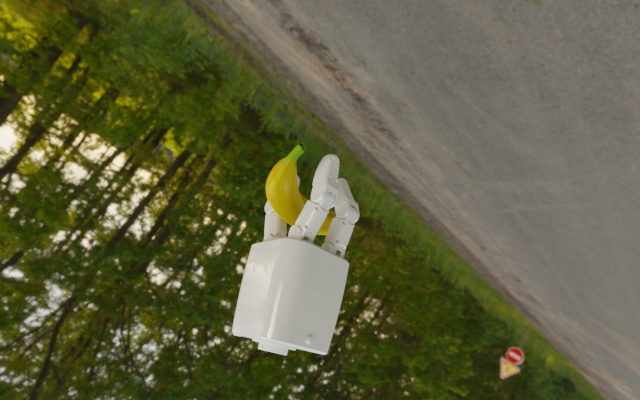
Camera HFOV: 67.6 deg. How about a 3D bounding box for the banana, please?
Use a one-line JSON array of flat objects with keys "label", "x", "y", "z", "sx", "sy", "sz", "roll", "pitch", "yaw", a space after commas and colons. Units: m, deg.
[{"label": "banana", "x": -0.019, "y": 0.005, "z": 0.573, "sx": 0.069, "sy": 0.037, "sz": 0.198, "roll": -16, "pitch": -30, "yaw": 10}]
